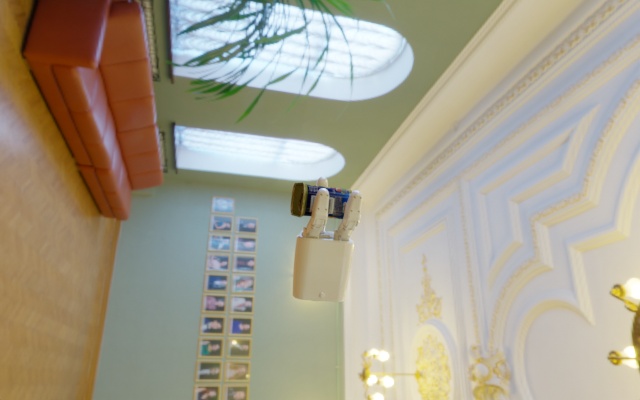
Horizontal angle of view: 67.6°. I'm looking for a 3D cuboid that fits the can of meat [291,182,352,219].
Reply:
[{"bbox_3d":[0.000,0.003,0.814,0.084,0.057,0.102,6,-1,-14],"label":"can of meat"}]
